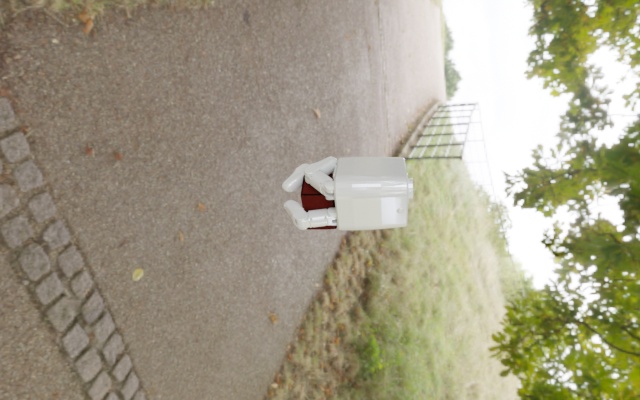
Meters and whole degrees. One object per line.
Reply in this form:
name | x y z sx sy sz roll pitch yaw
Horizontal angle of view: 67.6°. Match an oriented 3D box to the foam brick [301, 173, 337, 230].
foam brick | 0.000 0.003 0.765 0.051 0.078 0.053 -1 43 7
